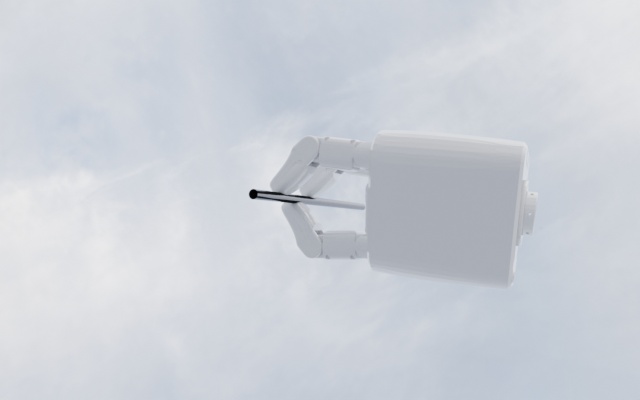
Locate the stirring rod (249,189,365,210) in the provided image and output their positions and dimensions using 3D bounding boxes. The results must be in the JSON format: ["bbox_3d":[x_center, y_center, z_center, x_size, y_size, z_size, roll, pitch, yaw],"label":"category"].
[{"bbox_3d":[0.000,0.002,0.466,0.011,0.011,0.239,0,-3,25],"label":"stirring rod"}]
